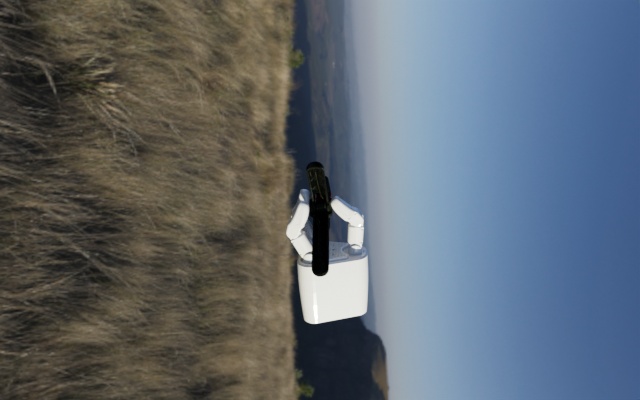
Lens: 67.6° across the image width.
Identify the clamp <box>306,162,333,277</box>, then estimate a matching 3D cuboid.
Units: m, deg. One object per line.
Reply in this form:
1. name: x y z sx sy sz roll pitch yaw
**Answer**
1. clamp: 0.001 0.002 0.752 0.036 0.165 0.210 -1 18 3
